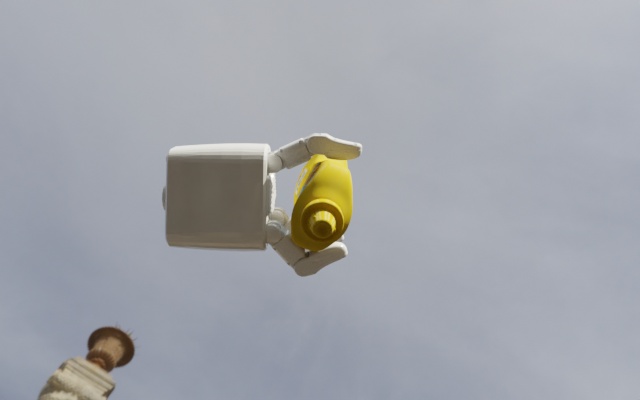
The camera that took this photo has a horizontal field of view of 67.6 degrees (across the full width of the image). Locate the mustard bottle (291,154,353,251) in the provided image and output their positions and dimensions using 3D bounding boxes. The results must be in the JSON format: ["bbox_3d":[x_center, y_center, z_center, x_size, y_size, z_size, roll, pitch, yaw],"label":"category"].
[{"bbox_3d":[0.000,0.002,0.518,0.058,0.096,0.191,24,13,-6],"label":"mustard bottle"}]
